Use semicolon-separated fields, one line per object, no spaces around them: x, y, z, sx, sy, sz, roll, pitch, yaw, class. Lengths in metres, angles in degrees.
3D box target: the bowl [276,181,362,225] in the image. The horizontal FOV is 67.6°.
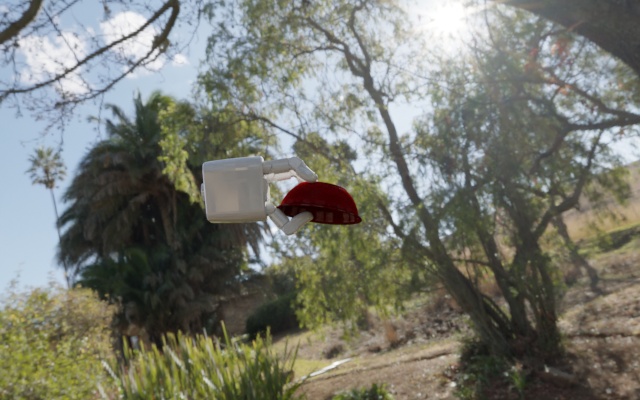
0.001;0.003;0.887;0.162;0.055;0.162;8;-12;2;bowl
